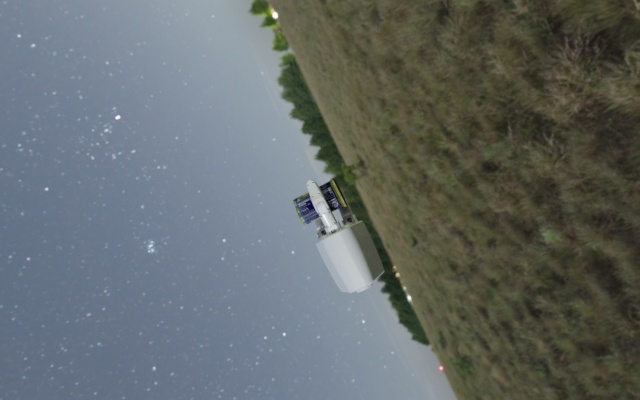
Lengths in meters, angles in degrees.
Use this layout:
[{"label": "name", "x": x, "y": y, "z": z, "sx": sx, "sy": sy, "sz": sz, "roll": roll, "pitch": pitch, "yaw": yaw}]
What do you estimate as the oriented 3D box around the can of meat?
[{"label": "can of meat", "x": 0.000, "y": 0.003, "z": 0.882, "sx": 0.084, "sy": 0.057, "sz": 0.102, "roll": -27, "pitch": -1, "yaw": 5}]
